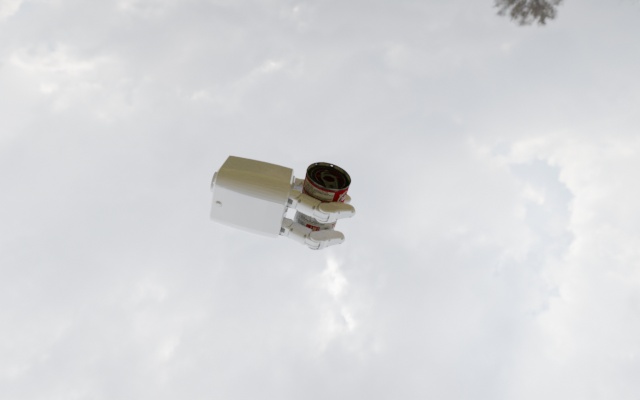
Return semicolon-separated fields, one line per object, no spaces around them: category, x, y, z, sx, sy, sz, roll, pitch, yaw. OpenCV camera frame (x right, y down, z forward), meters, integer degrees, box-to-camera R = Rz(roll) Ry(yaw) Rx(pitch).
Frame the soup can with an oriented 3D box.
soup can;0.001;0.003;0.724;0.068;0.102;0.068;12;36;-8
